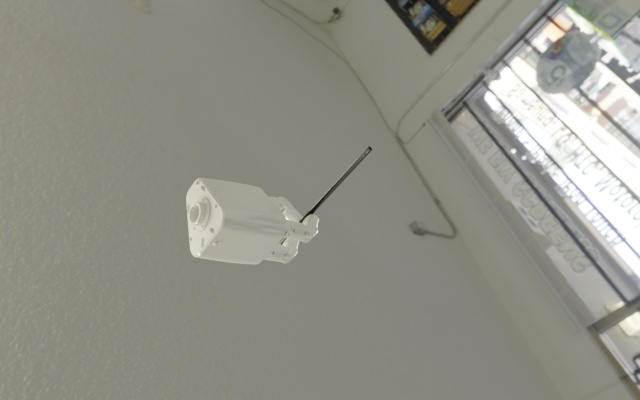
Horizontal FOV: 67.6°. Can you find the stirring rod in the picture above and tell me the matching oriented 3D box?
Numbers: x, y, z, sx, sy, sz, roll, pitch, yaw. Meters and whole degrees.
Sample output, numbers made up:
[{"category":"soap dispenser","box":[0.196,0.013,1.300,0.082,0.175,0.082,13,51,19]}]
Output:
[{"category":"stirring rod","box":[0.000,0.002,0.745,0.011,0.011,0.240,0,-40,-51]}]
